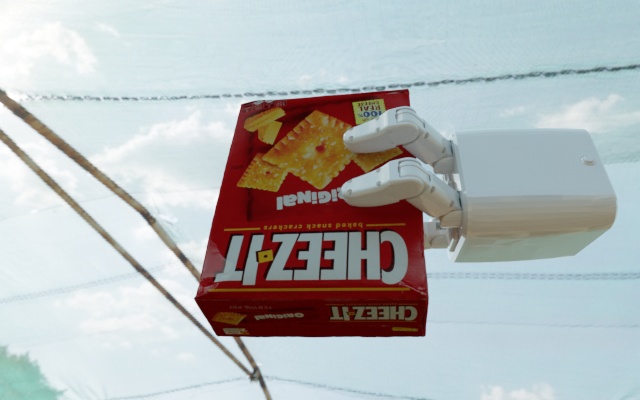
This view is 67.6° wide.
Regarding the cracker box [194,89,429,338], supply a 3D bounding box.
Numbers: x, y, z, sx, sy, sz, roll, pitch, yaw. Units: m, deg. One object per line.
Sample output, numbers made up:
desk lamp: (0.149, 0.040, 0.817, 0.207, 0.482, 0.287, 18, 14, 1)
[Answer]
cracker box: (0.000, 0.001, 0.404, 0.164, 0.213, 0.072, -2, -39, 8)
